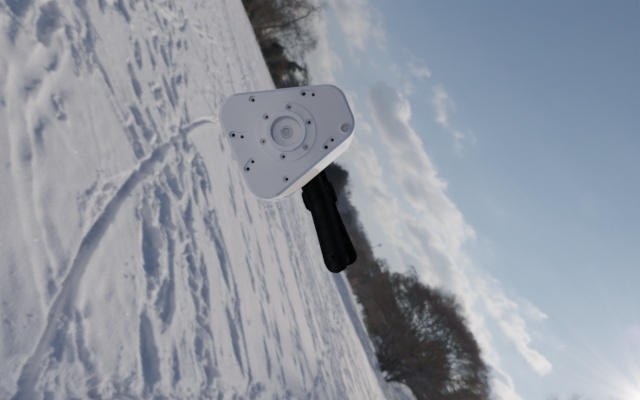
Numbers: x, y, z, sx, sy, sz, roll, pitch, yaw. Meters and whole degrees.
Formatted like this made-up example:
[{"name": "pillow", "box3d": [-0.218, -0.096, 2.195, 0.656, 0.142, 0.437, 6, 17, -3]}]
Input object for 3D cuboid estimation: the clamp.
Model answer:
[{"name": "clamp", "box3d": [0.001, 0.001, 0.523, 0.039, 0.171, 0.120, -23, 2, 1]}]
